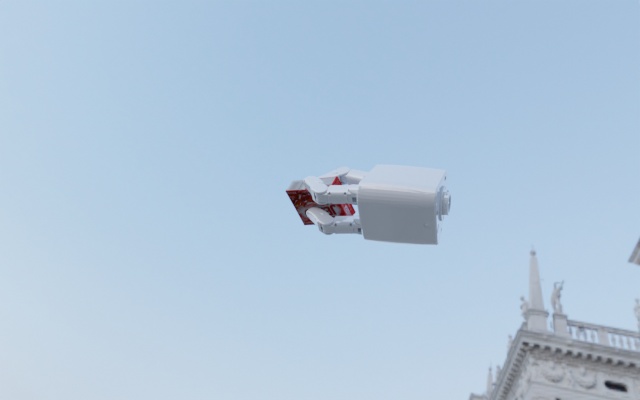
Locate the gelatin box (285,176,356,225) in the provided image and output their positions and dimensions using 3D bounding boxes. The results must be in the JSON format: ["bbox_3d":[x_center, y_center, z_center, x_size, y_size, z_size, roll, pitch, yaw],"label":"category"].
[{"bbox_3d":[0.000,0.002,0.740,0.089,0.073,0.030,-4,38,34],"label":"gelatin box"}]
